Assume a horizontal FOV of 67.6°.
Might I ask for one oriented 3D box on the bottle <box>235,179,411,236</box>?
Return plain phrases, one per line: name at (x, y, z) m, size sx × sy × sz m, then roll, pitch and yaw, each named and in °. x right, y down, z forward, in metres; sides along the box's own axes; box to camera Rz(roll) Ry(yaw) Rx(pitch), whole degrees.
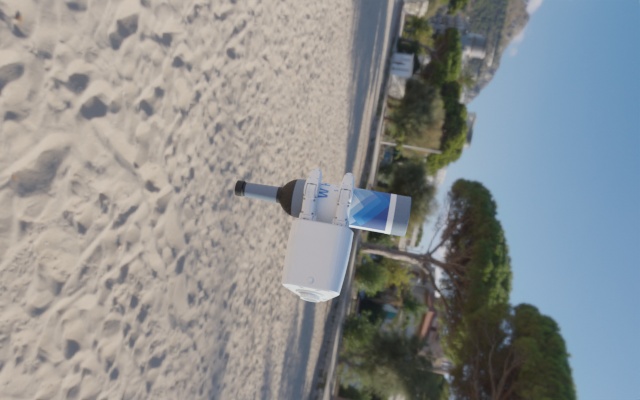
bottle at (0.000, 0.003, 0.806) m, size 0.296 × 0.069 × 0.069 m, roll 10°, pitch 1°, yaw 6°
